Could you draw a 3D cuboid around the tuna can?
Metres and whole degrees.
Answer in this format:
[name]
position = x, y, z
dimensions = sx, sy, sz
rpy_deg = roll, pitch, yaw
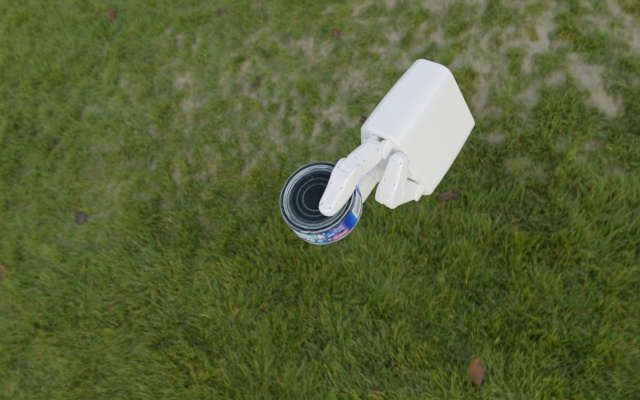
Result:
[tuna can]
position = 0.000, 0.002, 0.514
dimensions = 0.086, 0.086, 0.034
rpy_deg = 0, -23, 20
